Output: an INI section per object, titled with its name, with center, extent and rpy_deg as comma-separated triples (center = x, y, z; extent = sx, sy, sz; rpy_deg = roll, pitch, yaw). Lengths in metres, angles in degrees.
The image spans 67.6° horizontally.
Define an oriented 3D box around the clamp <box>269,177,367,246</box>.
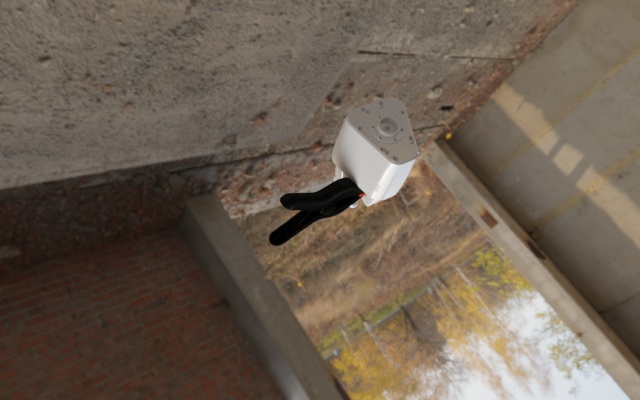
[clamp]
center = 0.001, 0.003, 0.713
extent = 0.171, 0.039, 0.120
rpy_deg = -29, -17, -21
